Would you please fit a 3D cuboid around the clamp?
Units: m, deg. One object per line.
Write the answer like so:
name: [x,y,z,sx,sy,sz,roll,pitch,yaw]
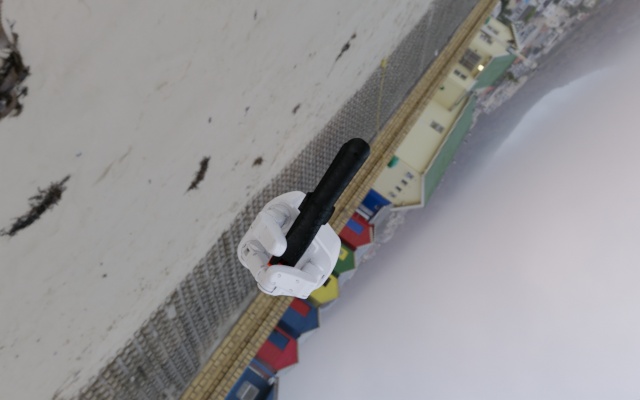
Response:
clamp: [0.000,0.002,0.524,0.039,0.171,0.120,36,13,2]
